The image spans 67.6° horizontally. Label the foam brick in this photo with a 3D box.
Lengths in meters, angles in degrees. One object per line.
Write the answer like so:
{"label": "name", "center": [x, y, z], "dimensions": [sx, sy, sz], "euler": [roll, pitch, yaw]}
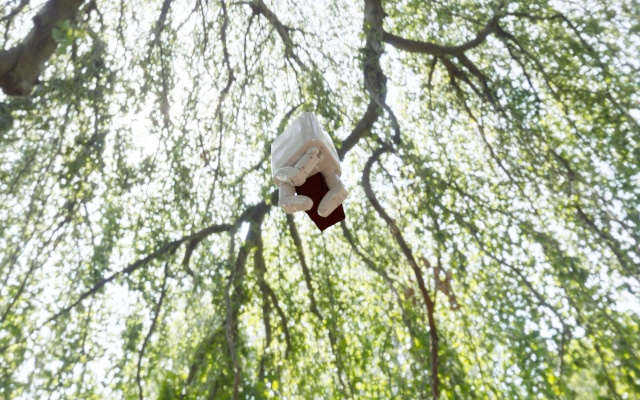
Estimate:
{"label": "foam brick", "center": [0.000, 0.003, 0.804], "dimensions": [0.053, 0.078, 0.051], "euler": [-28, 38, 12]}
